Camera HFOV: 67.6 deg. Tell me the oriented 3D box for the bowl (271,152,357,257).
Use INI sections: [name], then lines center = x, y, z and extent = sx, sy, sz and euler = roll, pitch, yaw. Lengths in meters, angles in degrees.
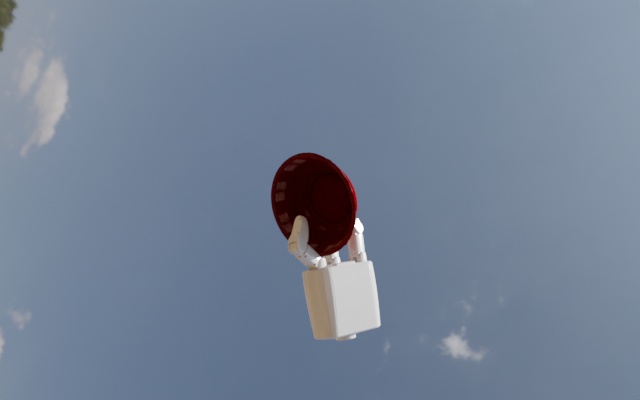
[bowl]
center = 0.000, 0.001, 0.743
extent = 0.162, 0.162, 0.055
euler = 0, 12, 37
